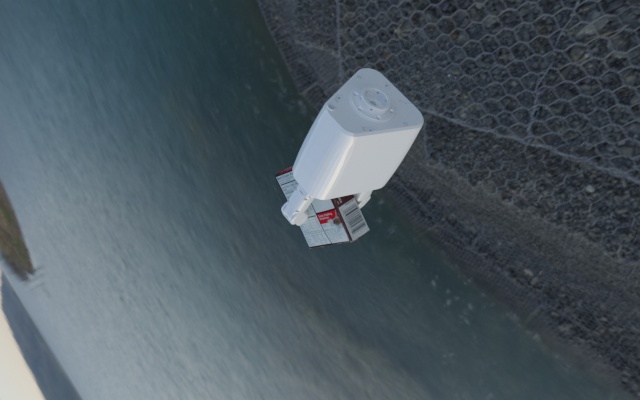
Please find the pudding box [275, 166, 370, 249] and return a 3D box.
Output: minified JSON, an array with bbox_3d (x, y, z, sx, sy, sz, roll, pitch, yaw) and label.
[{"bbox_3d":[0.000,0.002,0.608,0.039,0.113,0.090,-29,9,-37],"label":"pudding box"}]
